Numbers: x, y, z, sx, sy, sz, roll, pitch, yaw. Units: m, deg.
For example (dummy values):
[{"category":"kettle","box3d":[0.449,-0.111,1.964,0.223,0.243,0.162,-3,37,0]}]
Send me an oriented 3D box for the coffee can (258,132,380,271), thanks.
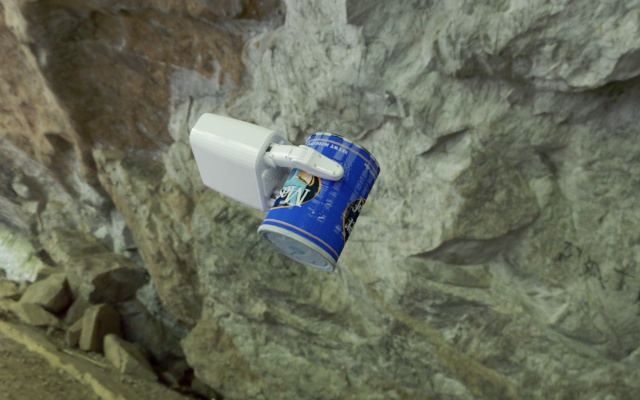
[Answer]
[{"category":"coffee can","box3d":[0.000,0.002,0.591,0.103,0.140,0.103,24,-19,9]}]
